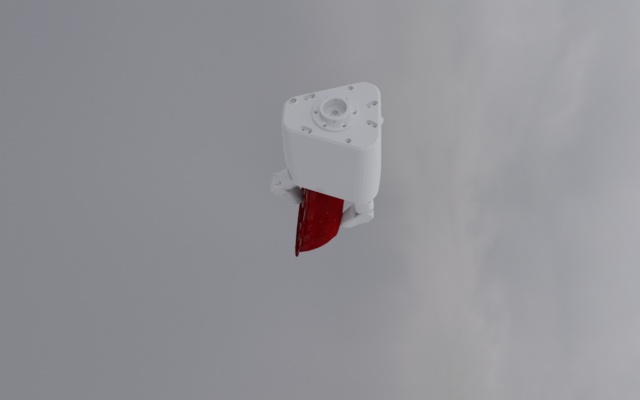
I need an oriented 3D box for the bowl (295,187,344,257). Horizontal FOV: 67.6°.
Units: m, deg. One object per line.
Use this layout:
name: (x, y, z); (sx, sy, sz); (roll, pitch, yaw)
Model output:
bowl: (0.000, 0.003, 0.678); (0.055, 0.162, 0.162); (7, -1, -5)
